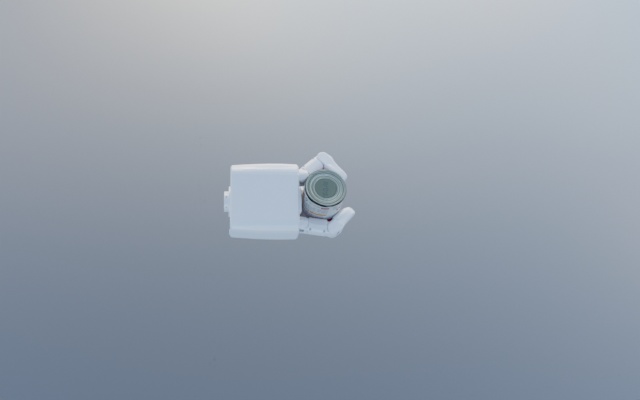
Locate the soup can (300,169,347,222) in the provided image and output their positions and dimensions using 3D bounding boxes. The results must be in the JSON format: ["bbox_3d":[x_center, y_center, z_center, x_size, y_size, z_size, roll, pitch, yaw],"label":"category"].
[{"bbox_3d":[0.001,0.003,0.777,0.068,0.068,0.102,0,-28,-10],"label":"soup can"}]
